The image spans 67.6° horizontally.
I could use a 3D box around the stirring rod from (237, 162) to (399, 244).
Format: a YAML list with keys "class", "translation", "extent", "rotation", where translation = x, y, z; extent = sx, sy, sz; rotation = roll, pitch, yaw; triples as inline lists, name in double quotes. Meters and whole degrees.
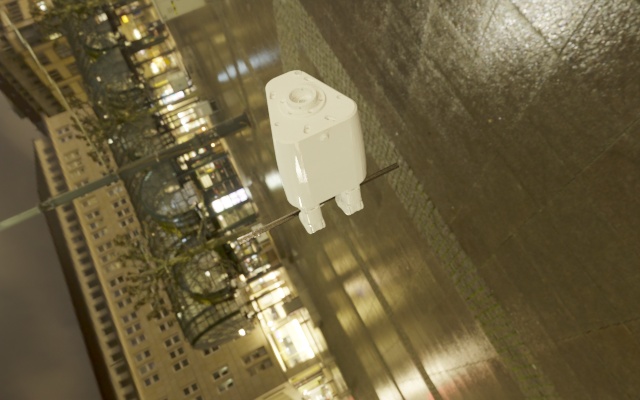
- class: "stirring rod"
  translation: [0.000, 0.002, 0.639]
  extent: [0.239, 0.011, 0.011]
  rotation: [-26, 5, -10]
